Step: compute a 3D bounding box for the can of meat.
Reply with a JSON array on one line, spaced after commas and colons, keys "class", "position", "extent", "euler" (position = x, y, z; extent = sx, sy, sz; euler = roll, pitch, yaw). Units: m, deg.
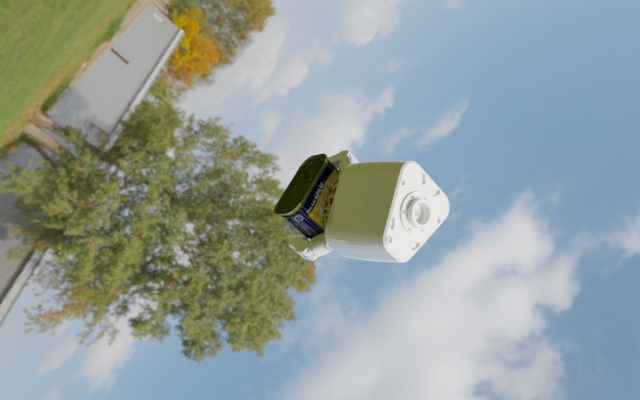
[{"class": "can of meat", "position": [0.000, 0.002, 0.647], "extent": [0.084, 0.102, 0.057], "euler": [42, -26, -27]}]
